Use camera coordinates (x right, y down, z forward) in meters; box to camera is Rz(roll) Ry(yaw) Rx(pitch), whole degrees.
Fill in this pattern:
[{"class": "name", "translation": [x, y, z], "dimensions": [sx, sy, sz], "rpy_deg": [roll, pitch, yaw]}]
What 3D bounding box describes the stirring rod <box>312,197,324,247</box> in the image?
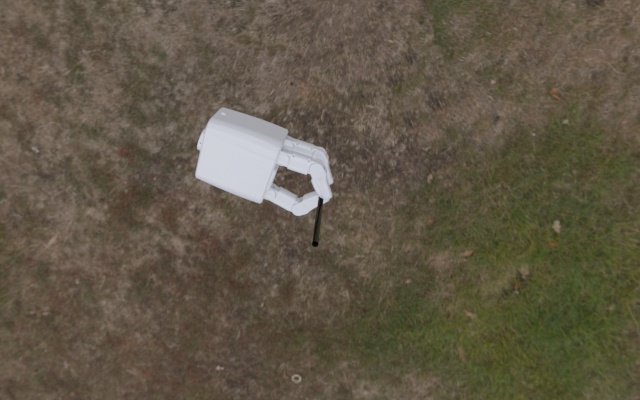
[{"class": "stirring rod", "translation": [0.000, 0.002, 0.680], "dimensions": [0.011, 0.011, 0.239], "rpy_deg": [0, 25, 3]}]
